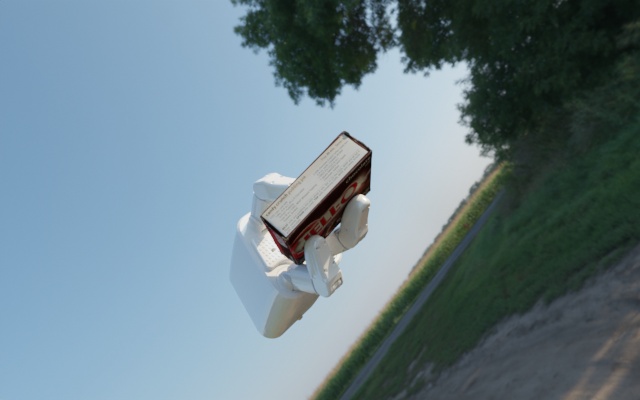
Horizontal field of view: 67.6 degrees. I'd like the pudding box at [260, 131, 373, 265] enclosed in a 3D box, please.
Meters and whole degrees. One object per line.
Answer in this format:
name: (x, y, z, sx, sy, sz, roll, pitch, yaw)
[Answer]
pudding box: (0.000, 0.001, 0.449, 0.039, 0.113, 0.090, 38, -14, 16)
